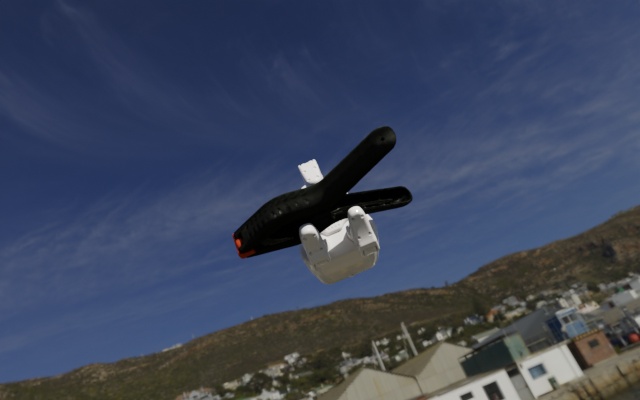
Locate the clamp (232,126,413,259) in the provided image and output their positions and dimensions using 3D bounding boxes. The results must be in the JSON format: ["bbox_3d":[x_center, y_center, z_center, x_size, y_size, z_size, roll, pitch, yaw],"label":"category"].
[{"bbox_3d":[-0.001,0.001,0.508,0.210,0.036,0.165,-23,-27,0],"label":"clamp"}]
